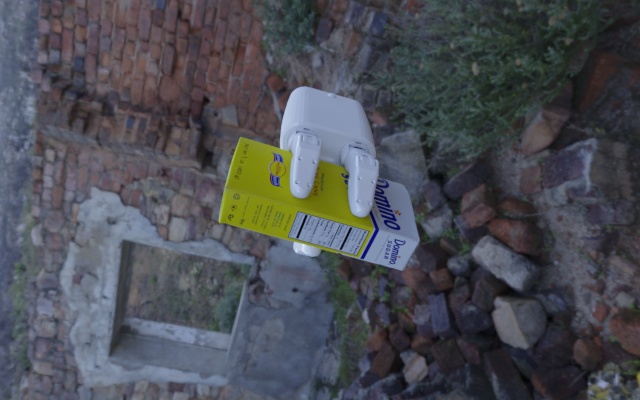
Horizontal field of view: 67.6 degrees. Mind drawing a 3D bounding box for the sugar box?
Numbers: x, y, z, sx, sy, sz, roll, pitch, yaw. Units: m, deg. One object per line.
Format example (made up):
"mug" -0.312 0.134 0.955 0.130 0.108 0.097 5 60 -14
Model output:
"sugar box" 0.000 0.001 0.448 0.176 0.048 0.093 13 35 -9
